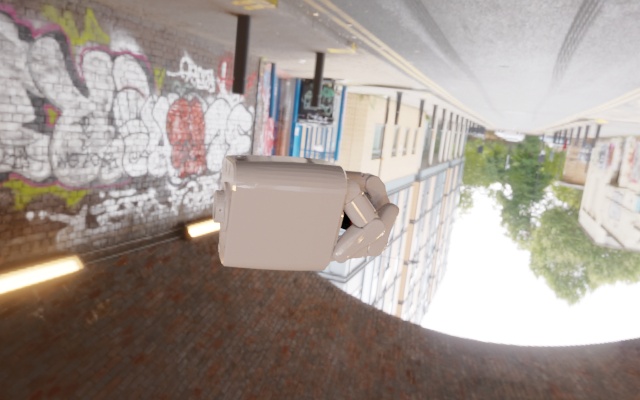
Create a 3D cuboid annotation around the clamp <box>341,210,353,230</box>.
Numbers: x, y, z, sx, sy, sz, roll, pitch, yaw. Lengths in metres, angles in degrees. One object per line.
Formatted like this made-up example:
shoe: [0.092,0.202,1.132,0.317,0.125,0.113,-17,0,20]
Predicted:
clamp: [0.000,0.003,0.577,0.120,0.039,0.171,3,10,-19]
